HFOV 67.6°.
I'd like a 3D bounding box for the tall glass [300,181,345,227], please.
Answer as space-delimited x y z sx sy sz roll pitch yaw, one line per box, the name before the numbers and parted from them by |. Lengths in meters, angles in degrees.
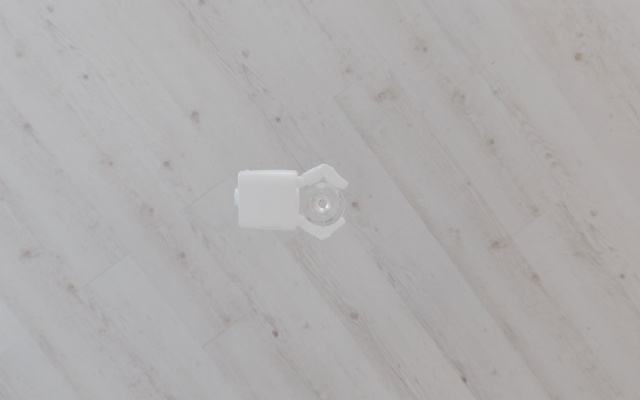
tall glass | 0.000 0.003 0.894 0.079 0.079 0.201 0 2 -2
